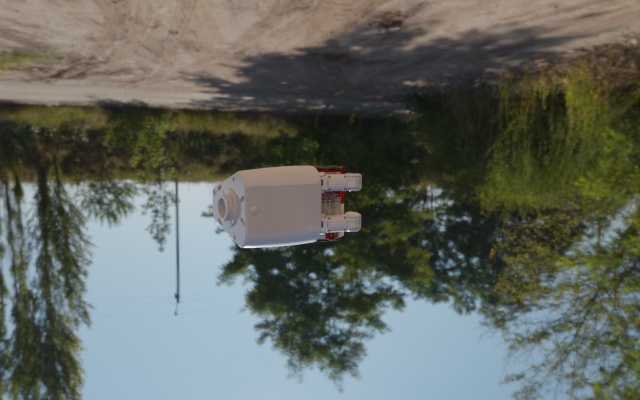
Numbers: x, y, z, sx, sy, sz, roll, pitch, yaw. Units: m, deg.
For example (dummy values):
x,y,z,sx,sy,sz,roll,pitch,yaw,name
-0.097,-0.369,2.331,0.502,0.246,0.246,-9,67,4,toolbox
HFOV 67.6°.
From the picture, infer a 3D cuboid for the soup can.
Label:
x,y,z,sx,sy,sz,roll,pitch,yaw,name
0.000,0.002,0.672,0.068,0.102,0.068,0,6,0,soup can
